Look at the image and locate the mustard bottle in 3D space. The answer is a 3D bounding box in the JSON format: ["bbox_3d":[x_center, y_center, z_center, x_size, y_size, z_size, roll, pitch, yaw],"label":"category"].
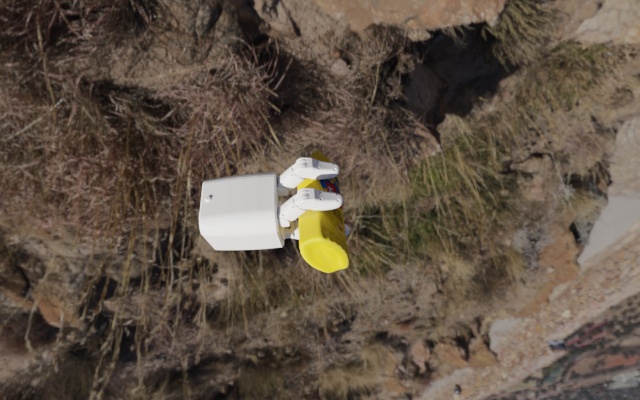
[{"bbox_3d":[0.000,0.002,0.699,0.058,0.191,0.096,-20,-40,19],"label":"mustard bottle"}]
